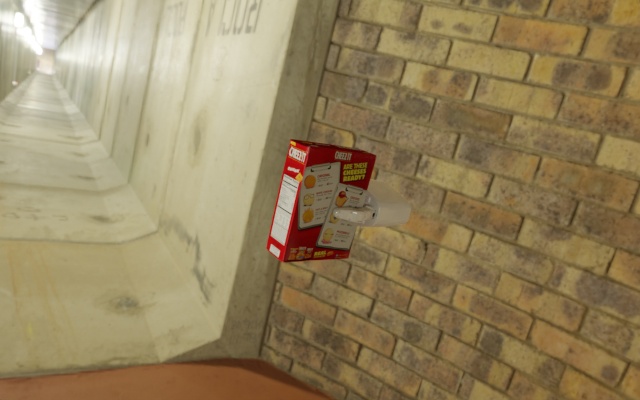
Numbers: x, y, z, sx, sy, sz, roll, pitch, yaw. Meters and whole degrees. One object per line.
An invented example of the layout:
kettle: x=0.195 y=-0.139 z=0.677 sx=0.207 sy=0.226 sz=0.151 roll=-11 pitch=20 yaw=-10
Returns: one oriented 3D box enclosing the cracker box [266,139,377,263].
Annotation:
cracker box: x=0.000 y=0.003 z=0.888 sx=0.164 sy=0.214 sz=0.072 roll=2 pitch=17 yaw=-40
